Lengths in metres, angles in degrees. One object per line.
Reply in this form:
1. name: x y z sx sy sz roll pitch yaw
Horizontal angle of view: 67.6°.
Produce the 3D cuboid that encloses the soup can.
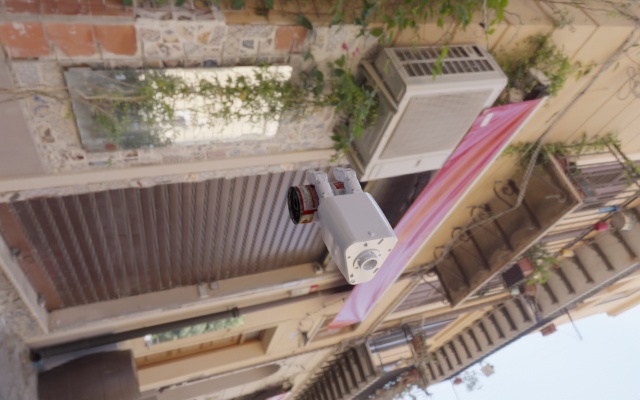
1. soup can: 0.000 0.003 0.847 0.102 0.068 0.068 -7 3 -21
